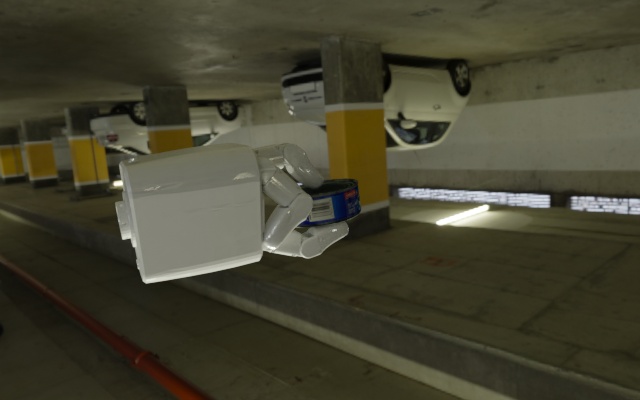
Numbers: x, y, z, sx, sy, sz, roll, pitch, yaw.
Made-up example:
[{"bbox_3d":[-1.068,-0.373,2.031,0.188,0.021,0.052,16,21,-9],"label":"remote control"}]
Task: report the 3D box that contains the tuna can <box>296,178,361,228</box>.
[{"bbox_3d":[0.000,0.002,0.510,0.086,0.034,0.086,-9,11,2],"label":"tuna can"}]
